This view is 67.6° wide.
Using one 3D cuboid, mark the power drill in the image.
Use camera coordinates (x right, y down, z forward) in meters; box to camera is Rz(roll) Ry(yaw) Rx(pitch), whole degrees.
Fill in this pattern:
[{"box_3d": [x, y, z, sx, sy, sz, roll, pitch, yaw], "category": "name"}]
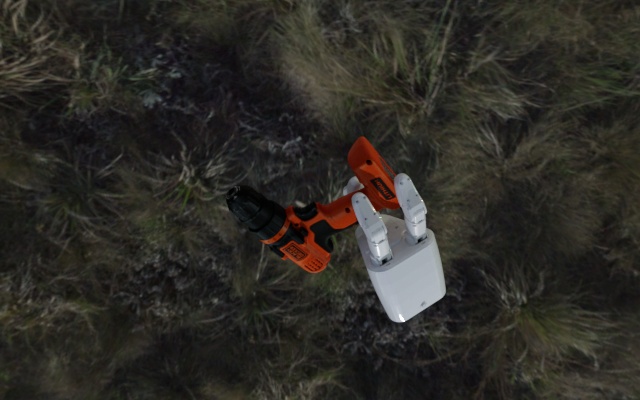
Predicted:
[{"box_3d": [0.001, 0.002, 0.608, 0.188, 0.057, 0.184, -33, -48, 18], "category": "power drill"}]
